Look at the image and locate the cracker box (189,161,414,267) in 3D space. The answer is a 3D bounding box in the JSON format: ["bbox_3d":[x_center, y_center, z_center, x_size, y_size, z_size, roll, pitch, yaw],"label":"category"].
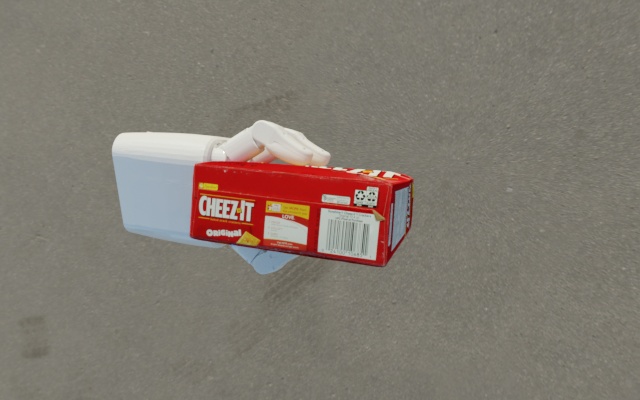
[{"bbox_3d":[0.000,0.002,0.466,0.164,0.072,0.213,6,6,15],"label":"cracker box"}]
